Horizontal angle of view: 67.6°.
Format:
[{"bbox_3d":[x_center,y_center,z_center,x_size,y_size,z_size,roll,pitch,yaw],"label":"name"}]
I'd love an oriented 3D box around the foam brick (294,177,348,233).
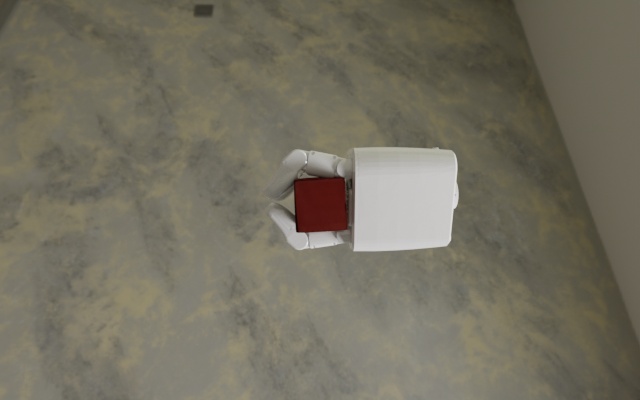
[{"bbox_3d":[0.000,0.002,0.497,0.051,0.053,0.078,-3,5,0],"label":"foam brick"}]
